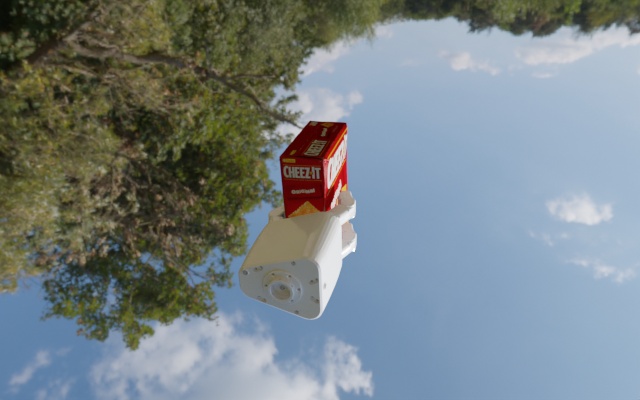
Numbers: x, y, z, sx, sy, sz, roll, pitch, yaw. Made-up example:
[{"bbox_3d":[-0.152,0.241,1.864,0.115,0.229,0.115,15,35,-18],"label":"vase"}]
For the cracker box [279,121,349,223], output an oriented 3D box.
[{"bbox_3d":[0.000,0.003,0.743,0.072,0.214,0.164,4,27,13],"label":"cracker box"}]
